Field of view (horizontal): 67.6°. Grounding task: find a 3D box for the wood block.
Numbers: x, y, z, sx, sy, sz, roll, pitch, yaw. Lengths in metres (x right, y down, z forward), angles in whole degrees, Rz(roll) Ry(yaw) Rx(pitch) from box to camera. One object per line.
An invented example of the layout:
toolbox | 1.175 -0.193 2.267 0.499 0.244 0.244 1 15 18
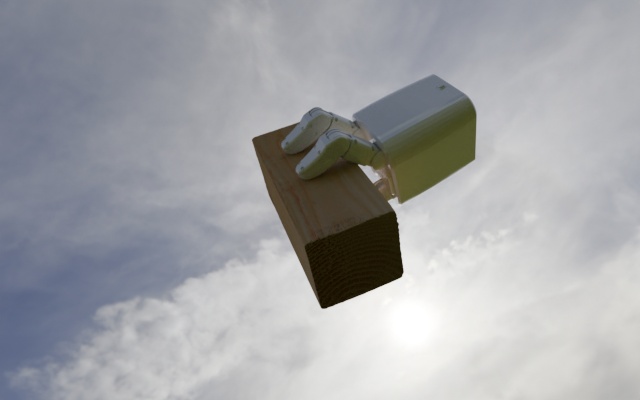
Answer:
wood block | 0.000 0.002 0.515 0.090 0.091 0.206 -21 38 -8
